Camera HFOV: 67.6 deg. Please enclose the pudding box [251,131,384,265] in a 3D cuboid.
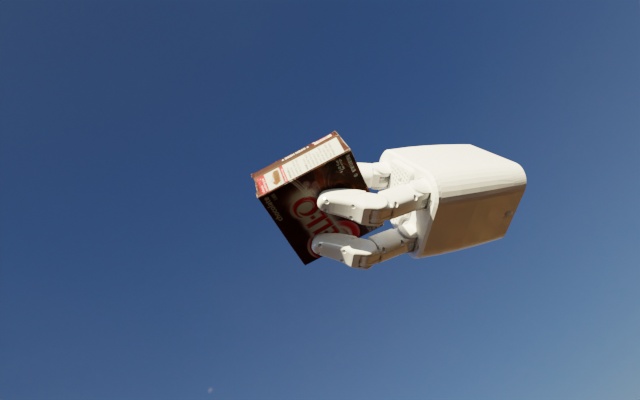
[{"bbox_3d":[0.000,0.001,0.450,0.090,0.114,0.039,-28,43,2],"label":"pudding box"}]
